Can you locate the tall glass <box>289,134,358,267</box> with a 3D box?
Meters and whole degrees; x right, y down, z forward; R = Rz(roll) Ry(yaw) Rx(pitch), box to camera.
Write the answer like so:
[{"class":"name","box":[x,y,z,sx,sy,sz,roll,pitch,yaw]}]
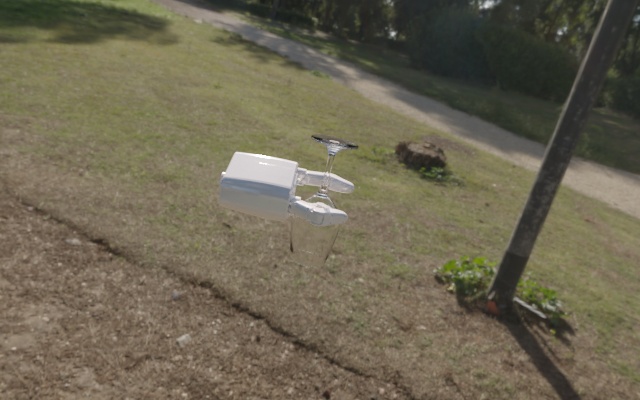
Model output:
[{"class":"tall glass","box":[0.000,0.002,0.754,0.079,0.201,0.079,12,17,-4]}]
